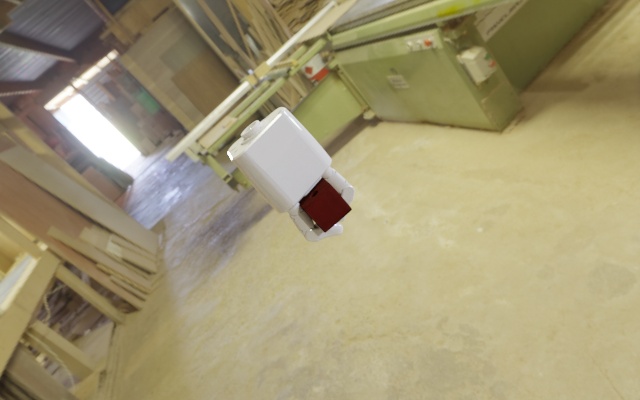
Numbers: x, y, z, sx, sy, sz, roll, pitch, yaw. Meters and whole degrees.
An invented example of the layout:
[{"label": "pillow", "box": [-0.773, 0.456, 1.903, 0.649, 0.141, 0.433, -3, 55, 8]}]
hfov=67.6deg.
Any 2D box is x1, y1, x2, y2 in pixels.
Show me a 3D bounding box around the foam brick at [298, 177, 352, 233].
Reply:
[{"label": "foam brick", "box": [0.000, 0.002, 0.694, 0.053, 0.051, 0.078, -42, 22, -2]}]
